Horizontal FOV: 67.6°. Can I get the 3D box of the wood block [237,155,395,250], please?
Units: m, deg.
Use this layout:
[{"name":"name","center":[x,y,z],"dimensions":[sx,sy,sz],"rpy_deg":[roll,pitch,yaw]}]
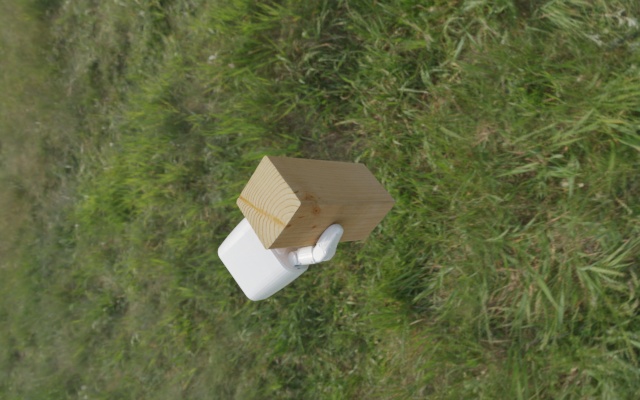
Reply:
[{"name":"wood block","center":[0.000,0.003,0.682],"dimensions":[0.206,0.090,0.090],"rpy_deg":[-1,-44,-48]}]
